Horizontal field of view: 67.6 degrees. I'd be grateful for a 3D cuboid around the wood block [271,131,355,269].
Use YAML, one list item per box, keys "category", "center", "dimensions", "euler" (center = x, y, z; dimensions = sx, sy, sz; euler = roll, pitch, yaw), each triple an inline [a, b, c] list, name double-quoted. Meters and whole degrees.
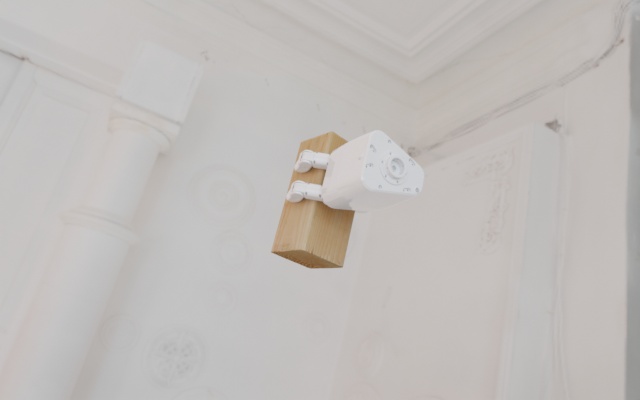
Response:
- category: "wood block"
  center: [0.001, 0.003, 0.804]
  dimensions: [0.091, 0.206, 0.090]
  euler: [28, -24, -34]
